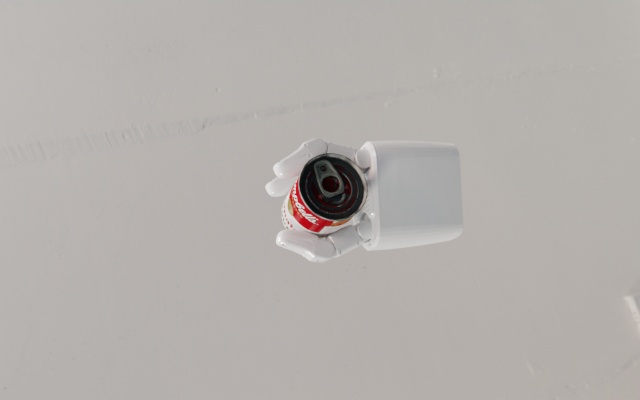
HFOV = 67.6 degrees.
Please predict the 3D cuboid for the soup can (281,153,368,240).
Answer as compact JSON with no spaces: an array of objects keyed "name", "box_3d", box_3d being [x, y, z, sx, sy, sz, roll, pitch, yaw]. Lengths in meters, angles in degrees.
[{"name":"soup can","box_3d":[0.000,0.002,0.494,0.068,0.068,0.102,0,-18,-15]}]
